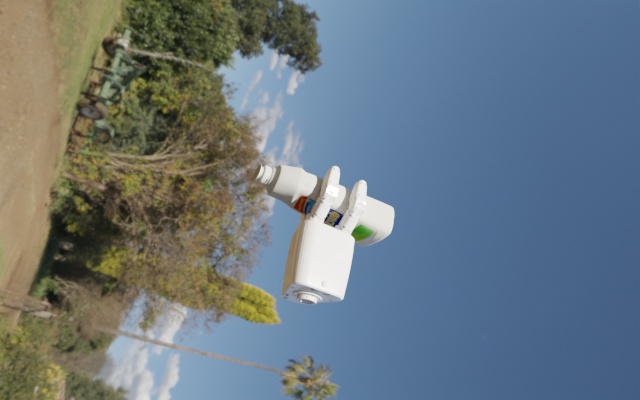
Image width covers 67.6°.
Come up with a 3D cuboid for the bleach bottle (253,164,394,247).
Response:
[{"bbox_3d":[0.000,0.003,0.822,0.251,0.068,0.102,23,-29,-23],"label":"bleach bottle"}]
